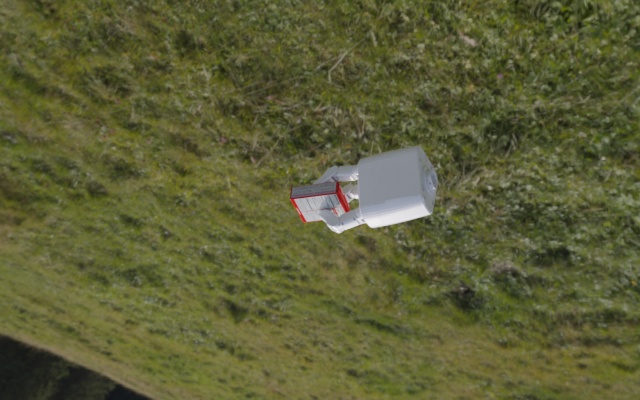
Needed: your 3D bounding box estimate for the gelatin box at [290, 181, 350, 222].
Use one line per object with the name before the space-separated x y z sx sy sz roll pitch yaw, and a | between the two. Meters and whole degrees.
gelatin box | 0.000 0.003 0.840 0.089 0.030 0.073 -8 -39 17
